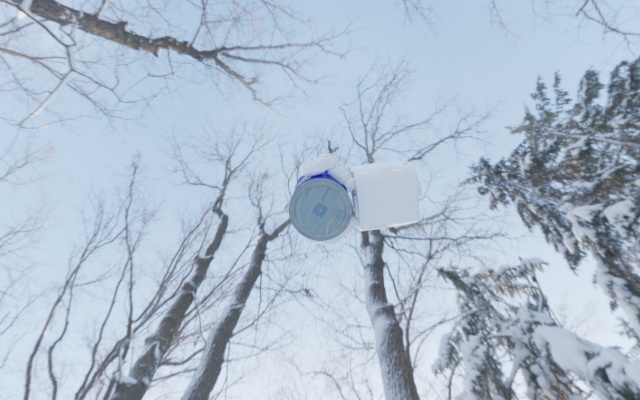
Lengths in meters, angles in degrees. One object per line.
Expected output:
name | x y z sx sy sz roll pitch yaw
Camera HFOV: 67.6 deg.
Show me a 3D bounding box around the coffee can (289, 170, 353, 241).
coffee can | 0.000 0.003 0.833 0.103 0.103 0.140 0 11 0
